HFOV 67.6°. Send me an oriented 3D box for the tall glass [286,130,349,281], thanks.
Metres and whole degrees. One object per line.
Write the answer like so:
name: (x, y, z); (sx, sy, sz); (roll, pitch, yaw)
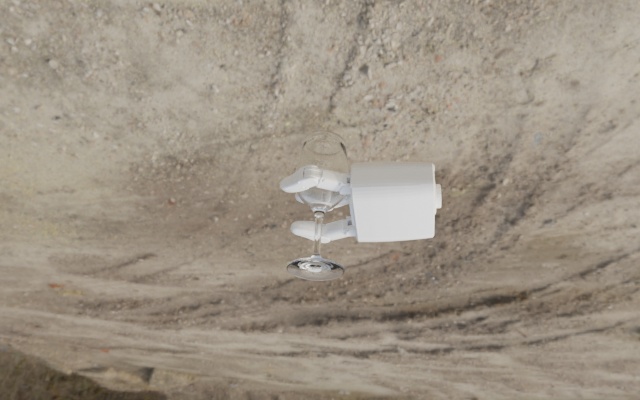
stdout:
tall glass: (0.000, 0.003, 0.654); (0.079, 0.201, 0.079); (3, -29, 2)
